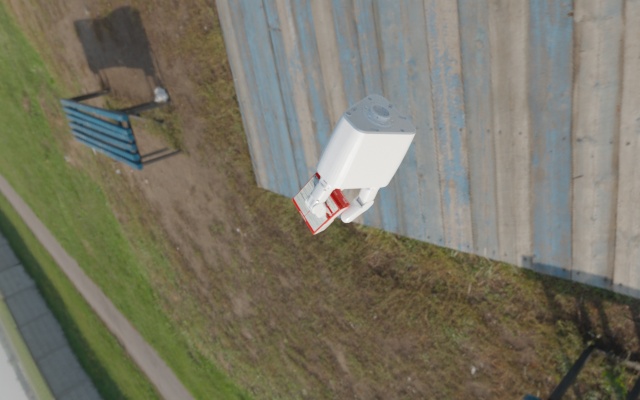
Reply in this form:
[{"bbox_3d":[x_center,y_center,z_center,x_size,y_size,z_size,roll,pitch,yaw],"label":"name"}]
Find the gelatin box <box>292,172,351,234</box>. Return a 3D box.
[{"bbox_3d":[0.000,0.003,0.792,0.030,0.073,0.089,-21,-17,-43],"label":"gelatin box"}]
